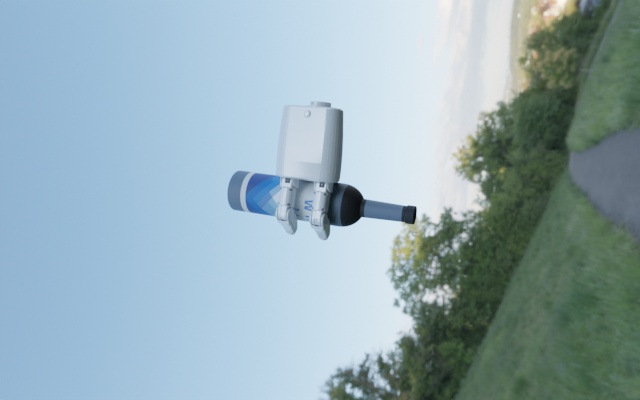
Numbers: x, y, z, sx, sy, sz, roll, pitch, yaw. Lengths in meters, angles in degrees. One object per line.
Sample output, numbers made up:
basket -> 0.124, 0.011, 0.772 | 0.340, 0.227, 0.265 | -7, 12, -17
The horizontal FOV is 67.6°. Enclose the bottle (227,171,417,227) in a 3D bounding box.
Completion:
bottle -> 0.000, 0.002, 0.741 | 0.295, 0.069, 0.069 | 8, 3, 20
